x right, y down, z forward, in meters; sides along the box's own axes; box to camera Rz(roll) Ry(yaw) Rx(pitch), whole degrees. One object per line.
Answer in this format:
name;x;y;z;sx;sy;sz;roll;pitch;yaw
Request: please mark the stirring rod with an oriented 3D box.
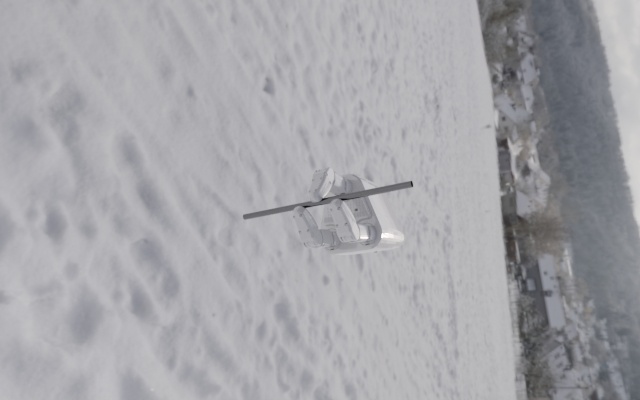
stirring rod;0.000;0.002;0.602;0.239;0.011;0.011;-11;-5;28
